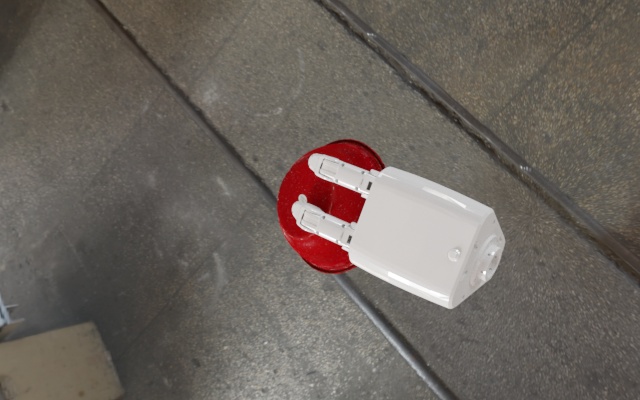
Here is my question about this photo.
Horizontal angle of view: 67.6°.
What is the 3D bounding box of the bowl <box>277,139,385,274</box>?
[{"bbox_3d":[-0.001,0.002,0.549,0.162,0.162,0.055,0,-9,45],"label":"bowl"}]
